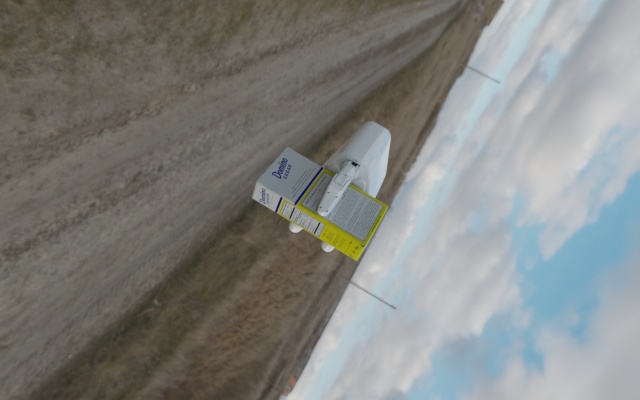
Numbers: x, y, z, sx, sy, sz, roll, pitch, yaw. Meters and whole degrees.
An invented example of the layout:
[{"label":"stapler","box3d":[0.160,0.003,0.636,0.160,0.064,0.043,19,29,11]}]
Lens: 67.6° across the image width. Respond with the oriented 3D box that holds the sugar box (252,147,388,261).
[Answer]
[{"label":"sugar box","box3d":[0.000,0.003,0.688,0.176,0.048,0.093,30,47,7]}]
